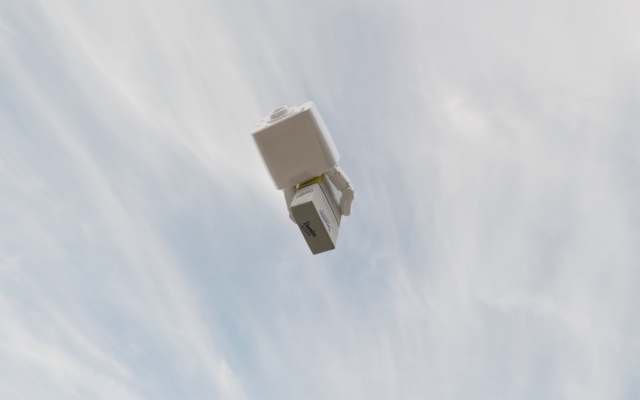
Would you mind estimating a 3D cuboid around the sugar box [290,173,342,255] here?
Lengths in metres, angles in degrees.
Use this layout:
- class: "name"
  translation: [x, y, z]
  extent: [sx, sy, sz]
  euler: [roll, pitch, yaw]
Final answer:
- class: "sugar box"
  translation: [0.000, 0.003, 0.797]
  extent: [0.048, 0.093, 0.176]
  euler: [-17, 23, 20]
